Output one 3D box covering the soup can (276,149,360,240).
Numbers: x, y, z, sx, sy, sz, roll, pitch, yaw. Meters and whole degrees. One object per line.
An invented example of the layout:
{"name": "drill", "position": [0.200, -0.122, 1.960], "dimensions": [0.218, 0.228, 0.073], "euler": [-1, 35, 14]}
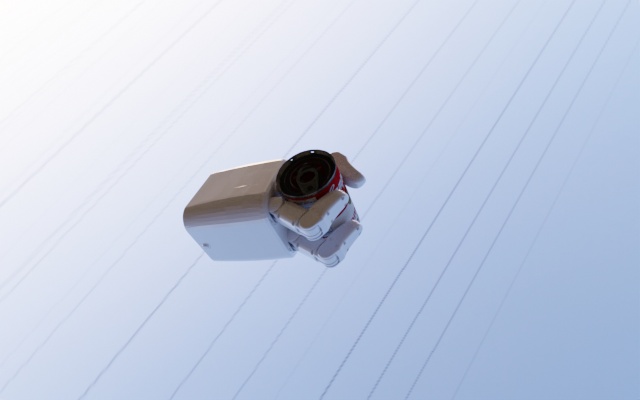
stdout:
{"name": "soup can", "position": [0.001, 0.002, 0.541], "dimensions": [0.068, 0.068, 0.102], "euler": [0, -39, 24]}
